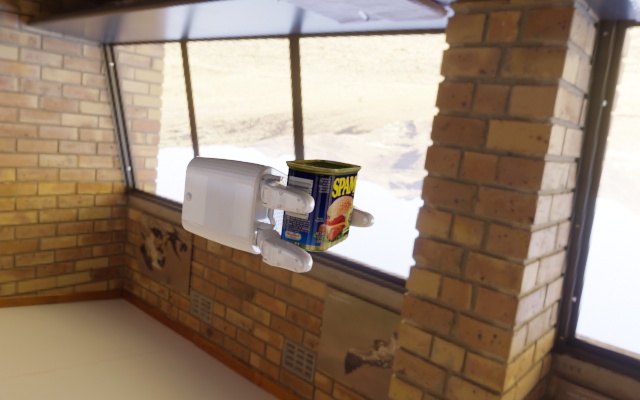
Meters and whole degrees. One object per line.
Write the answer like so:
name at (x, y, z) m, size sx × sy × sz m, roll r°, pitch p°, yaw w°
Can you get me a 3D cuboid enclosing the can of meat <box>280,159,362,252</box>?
can of meat at (0.000, 0.002, 0.507) m, size 0.057 × 0.084 × 0.102 m, roll 12°, pitch 10°, yaw 22°
